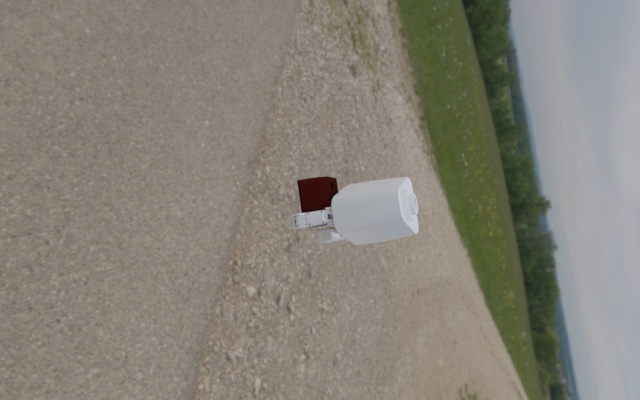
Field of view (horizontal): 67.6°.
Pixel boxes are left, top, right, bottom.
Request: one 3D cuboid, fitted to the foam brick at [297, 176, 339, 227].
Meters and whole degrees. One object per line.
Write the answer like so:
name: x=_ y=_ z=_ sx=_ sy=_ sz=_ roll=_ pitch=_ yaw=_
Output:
foam brick: x=0.000 y=0.002 z=0.777 sx=0.051 sy=0.078 sz=0.053 roll=-10 pitch=-5 yaw=22
